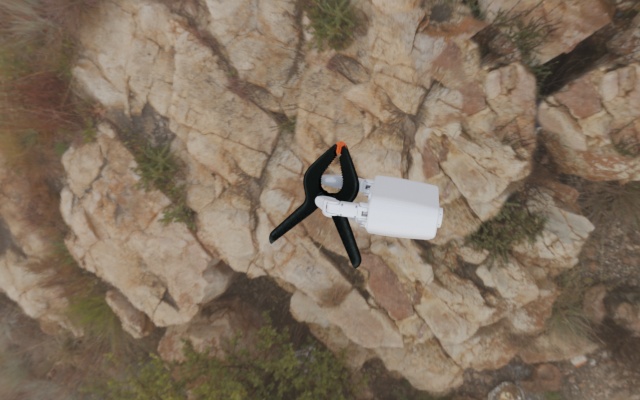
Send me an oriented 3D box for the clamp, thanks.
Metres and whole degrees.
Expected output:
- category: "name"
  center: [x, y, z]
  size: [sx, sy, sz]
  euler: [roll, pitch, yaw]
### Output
- category: "clamp"
  center: [0.000, 0.002, 0.804]
  size: [0.164, 0.210, 0.036]
  euler: [9, 12, 7]
